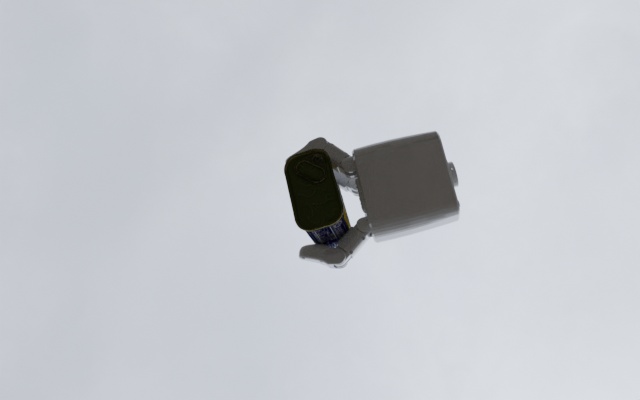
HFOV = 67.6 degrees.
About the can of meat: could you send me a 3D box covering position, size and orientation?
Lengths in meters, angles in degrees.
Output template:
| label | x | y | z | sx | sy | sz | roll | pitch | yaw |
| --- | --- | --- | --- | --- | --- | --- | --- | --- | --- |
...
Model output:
| label | x | y | z | sx | sy | sz | roll | pitch | yaw |
| --- | --- | --- | --- | --- | --- | --- | --- | --- | --- |
| can of meat | 0.000 | 0.002 | 0.585 | 0.057 | 0.102 | 0.084 | -18 | -26 | 6 |
